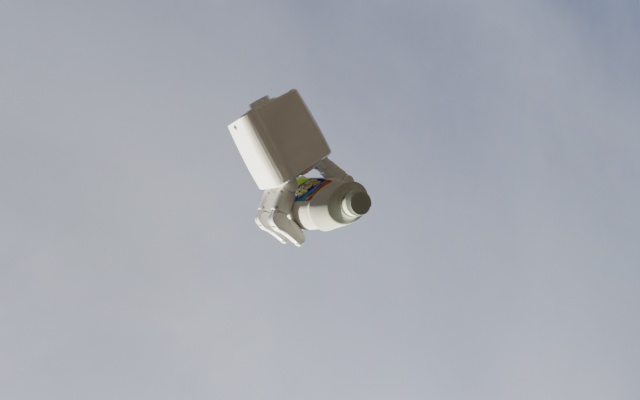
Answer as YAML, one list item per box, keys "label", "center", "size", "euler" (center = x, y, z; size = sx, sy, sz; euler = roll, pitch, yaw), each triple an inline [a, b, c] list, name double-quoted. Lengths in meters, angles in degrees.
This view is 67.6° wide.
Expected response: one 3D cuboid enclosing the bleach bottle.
- label: "bleach bottle"
  center: [0.000, 0.002, 0.678]
  size: [0.102, 0.068, 0.251]
  euler: [-33, 12, -23]
